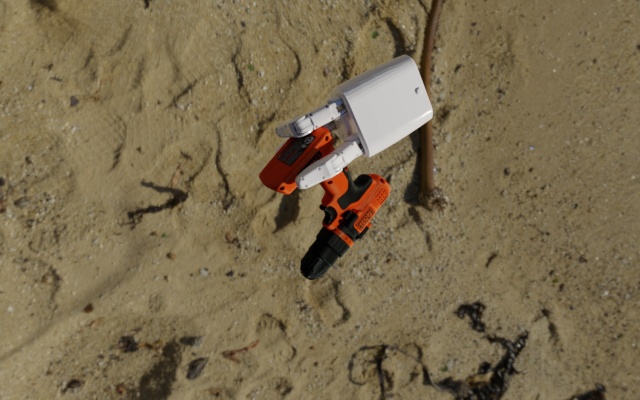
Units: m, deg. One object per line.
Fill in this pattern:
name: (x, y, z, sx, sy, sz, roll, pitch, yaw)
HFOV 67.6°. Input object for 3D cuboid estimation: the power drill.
power drill: (0.000, 0.002, 0.654, 0.057, 0.184, 0.188, 28, -14, 45)
